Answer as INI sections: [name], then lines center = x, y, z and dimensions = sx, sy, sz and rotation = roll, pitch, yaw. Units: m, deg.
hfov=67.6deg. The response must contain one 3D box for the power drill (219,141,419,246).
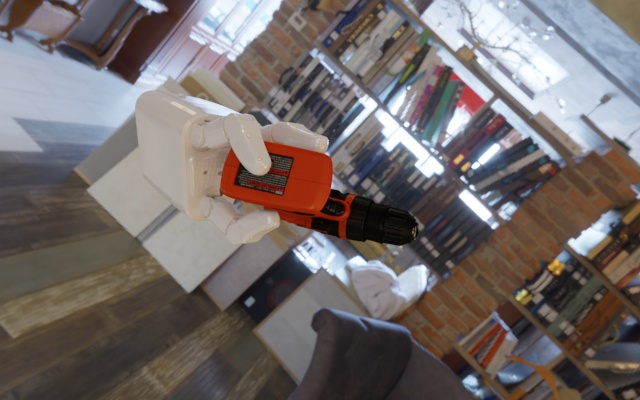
[power drill]
center = 0.000, 0.001, 0.484
dimensions = 0.184, 0.057, 0.188
rotation = 10, -11, 20
